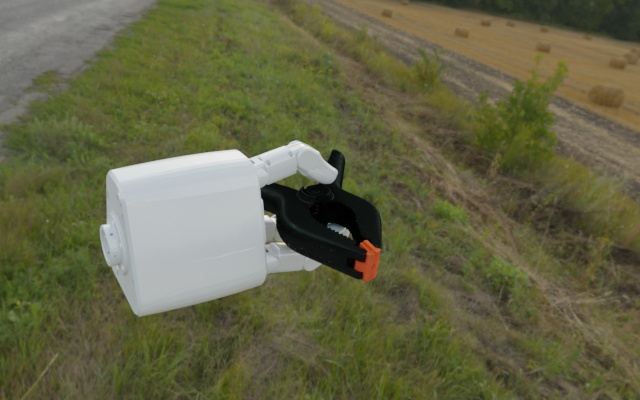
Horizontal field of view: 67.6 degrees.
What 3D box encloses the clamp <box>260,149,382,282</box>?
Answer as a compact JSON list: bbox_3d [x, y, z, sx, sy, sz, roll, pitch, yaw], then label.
[{"bbox_3d":[0.000,0.001,0.455,0.164,0.036,0.210,-15,35,-32],"label":"clamp"}]
